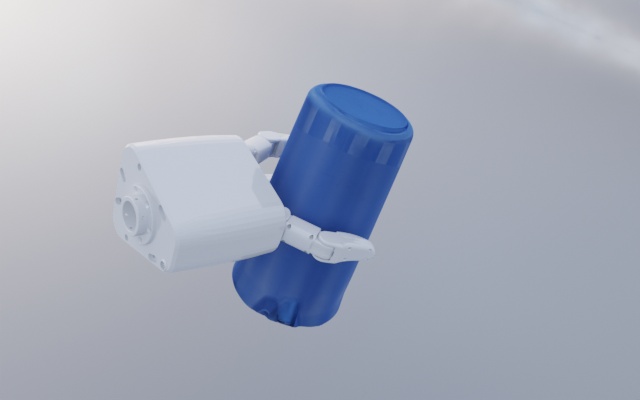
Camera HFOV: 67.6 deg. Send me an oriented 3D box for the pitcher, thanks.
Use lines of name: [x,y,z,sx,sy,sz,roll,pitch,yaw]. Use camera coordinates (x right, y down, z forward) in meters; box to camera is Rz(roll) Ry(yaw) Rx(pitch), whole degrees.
pitcher: [0.000,0.002,0.514,0.145,0.243,0.149,-9,43,-44]
